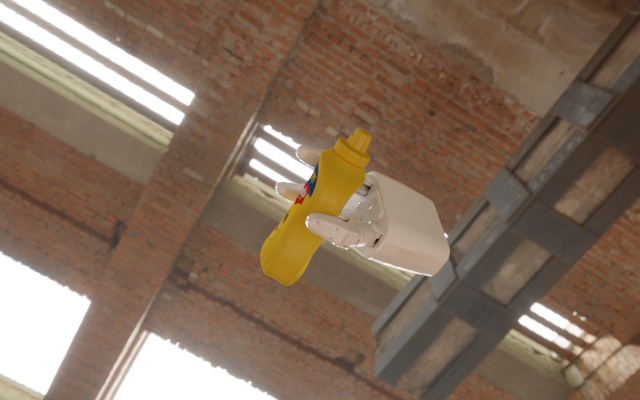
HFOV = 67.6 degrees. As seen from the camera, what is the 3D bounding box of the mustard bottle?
[{"bbox_3d":[0.000,0.002,0.550,0.058,0.192,0.096,31,21,-7],"label":"mustard bottle"}]
